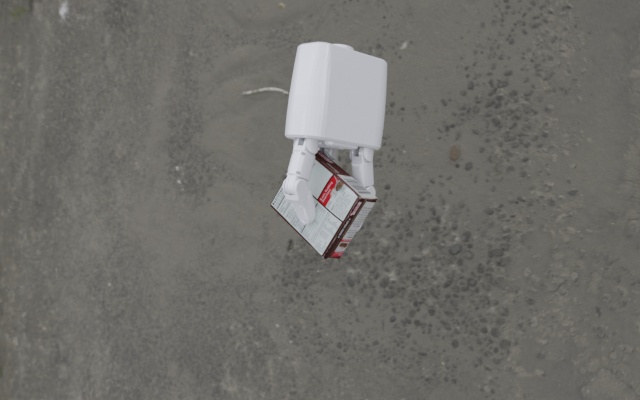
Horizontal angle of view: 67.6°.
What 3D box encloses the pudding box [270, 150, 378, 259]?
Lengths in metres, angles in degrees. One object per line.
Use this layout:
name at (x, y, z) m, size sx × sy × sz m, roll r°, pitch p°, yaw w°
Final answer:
pudding box at (0.000, 0.002, 0.575) m, size 0.039 × 0.090 × 0.113 m, roll 7°, pitch 29°, yaw -50°
